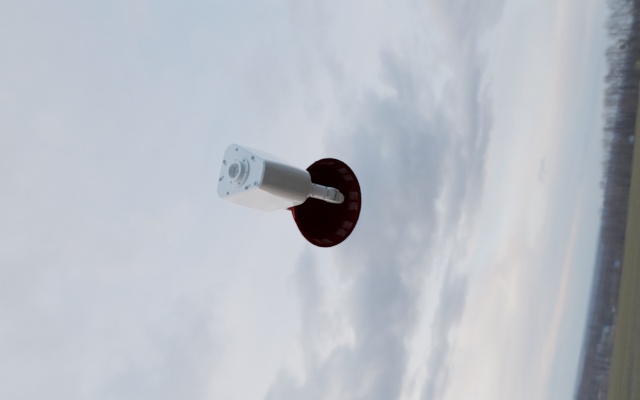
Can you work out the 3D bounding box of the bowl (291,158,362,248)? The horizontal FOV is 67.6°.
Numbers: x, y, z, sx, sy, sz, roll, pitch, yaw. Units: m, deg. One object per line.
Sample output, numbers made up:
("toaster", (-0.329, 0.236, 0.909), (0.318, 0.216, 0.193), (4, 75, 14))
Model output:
("bowl", (0.001, 0.003, 0.873), (0.162, 0.162, 0.055), (0, 3, -39))
